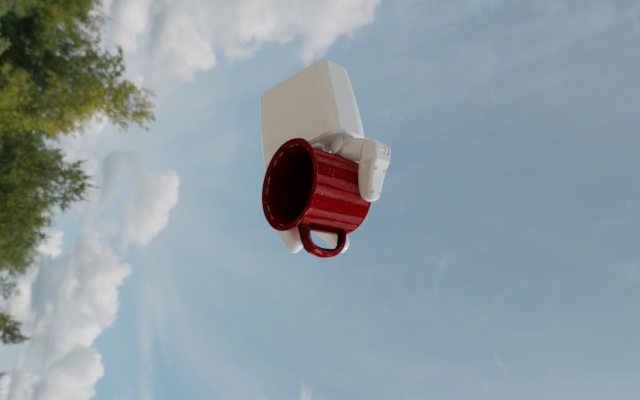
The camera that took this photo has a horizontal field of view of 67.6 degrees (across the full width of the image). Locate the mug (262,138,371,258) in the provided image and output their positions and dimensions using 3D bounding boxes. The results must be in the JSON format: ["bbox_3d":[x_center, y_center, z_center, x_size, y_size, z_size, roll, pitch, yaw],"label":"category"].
[{"bbox_3d":[0.000,0.003,0.485,0.081,0.117,0.093,13,-33,-37],"label":"mug"}]
